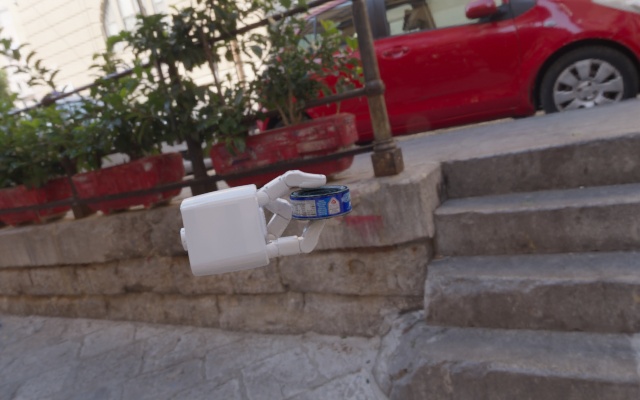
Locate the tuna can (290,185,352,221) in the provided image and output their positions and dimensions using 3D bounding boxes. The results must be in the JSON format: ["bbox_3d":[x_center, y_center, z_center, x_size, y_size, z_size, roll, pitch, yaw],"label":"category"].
[{"bbox_3d":[0.000,0.002,0.668,0.086,0.034,0.086,-6,9,1],"label":"tuna can"}]
